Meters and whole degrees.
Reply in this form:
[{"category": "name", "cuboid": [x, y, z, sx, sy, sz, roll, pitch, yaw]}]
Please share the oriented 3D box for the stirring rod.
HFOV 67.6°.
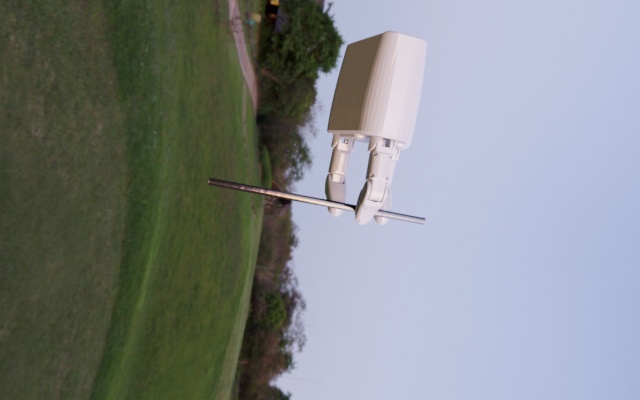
[{"category": "stirring rod", "cuboid": [0.000, 0.002, 0.519, 0.239, 0.011, 0.011, 11, -2, -9]}]
